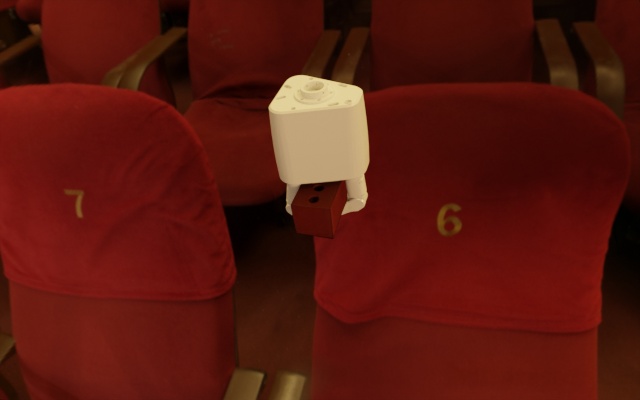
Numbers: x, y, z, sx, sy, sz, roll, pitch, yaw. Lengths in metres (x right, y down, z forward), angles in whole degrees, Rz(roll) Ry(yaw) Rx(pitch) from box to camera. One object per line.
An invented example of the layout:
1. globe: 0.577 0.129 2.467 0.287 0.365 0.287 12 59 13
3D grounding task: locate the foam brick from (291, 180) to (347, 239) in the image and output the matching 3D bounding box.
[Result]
1. foam brick: 0.000 0.002 0.620 0.053 0.051 0.078 7 44 15
